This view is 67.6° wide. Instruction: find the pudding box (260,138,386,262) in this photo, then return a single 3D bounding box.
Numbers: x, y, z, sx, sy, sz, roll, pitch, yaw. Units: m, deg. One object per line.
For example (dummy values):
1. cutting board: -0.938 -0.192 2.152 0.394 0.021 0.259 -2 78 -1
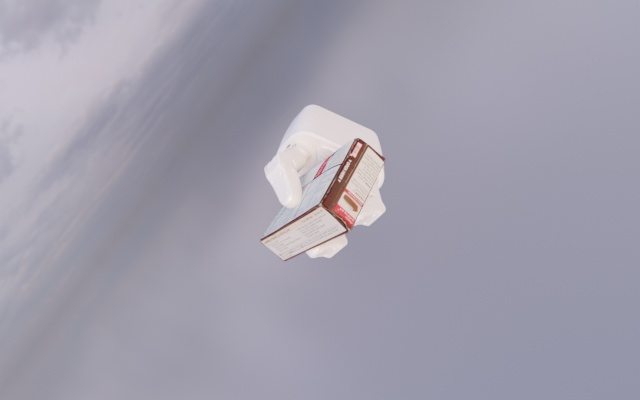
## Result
1. pudding box: 0.000 0.001 0.445 0.039 0.090 0.113 39 -36 -14
